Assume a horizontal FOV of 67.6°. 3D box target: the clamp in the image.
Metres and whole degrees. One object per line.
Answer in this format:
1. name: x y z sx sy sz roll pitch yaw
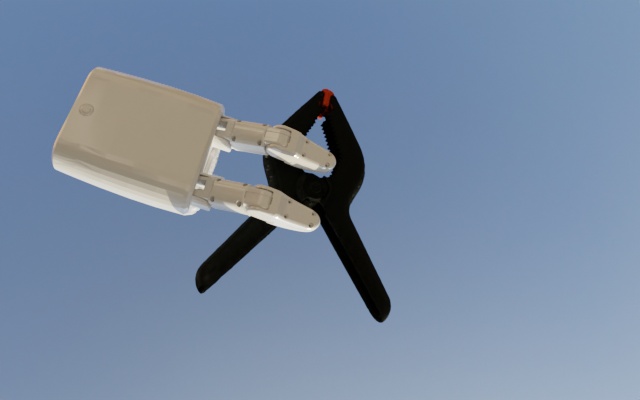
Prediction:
1. clamp: 0.000 0.001 0.424 0.164 0.210 0.036 19 -22 -12
